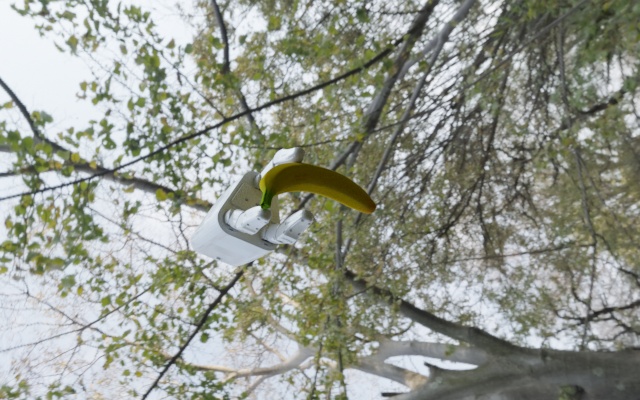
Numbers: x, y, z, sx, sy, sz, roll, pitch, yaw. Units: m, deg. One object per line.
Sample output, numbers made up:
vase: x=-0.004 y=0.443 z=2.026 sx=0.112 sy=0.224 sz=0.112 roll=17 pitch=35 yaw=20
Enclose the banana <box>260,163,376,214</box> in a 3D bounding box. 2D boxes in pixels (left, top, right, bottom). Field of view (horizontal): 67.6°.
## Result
banana: x=-0.007 y=-0.015 z=0.620 sx=0.198 sy=0.069 sz=0.037 roll=2 pitch=-23 yaw=-41
